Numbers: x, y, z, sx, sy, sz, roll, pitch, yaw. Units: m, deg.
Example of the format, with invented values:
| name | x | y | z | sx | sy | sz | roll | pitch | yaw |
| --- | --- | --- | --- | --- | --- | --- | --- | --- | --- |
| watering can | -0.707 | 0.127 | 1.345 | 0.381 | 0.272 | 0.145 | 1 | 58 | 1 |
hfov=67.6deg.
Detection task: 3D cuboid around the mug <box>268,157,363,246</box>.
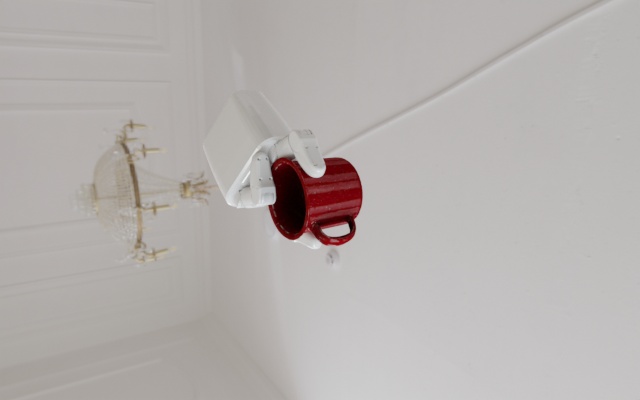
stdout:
| name | x | y | z | sx | sy | sz | roll | pitch | yaw |
| --- | --- | --- | --- | --- | --- | --- | --- | --- | --- |
| mug | 0.001 | 0.003 | 0.546 | 0.081 | 0.117 | 0.093 | -9 | -38 | -33 |
